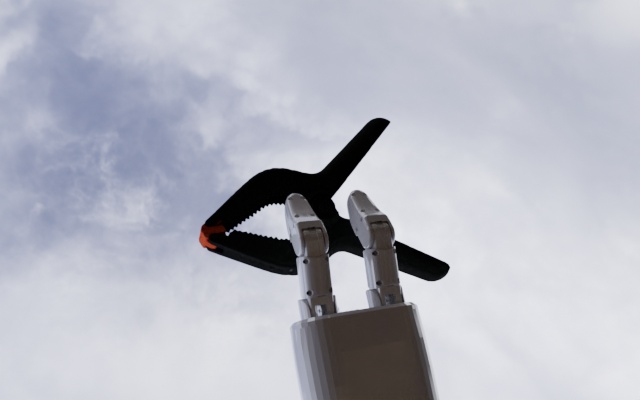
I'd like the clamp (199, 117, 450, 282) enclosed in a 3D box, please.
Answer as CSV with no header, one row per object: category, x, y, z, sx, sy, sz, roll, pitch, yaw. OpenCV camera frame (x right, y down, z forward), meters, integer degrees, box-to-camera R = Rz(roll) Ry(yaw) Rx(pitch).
clamp,-0.001,0.002,0.416,0.210,0.164,0.036,-4,-23,-20
